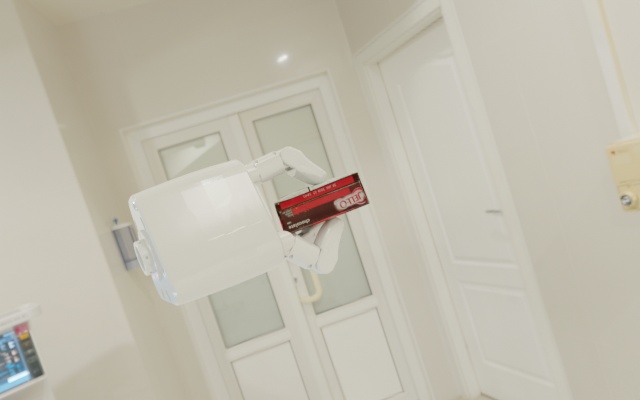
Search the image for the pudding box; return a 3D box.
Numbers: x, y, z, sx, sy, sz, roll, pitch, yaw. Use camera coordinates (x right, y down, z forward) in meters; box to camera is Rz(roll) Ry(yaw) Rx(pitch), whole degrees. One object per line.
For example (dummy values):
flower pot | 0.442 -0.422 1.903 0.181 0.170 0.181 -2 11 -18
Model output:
pudding box | 0.000 0.002 0.517 0.090 0.039 0.113 -20 4 -1
